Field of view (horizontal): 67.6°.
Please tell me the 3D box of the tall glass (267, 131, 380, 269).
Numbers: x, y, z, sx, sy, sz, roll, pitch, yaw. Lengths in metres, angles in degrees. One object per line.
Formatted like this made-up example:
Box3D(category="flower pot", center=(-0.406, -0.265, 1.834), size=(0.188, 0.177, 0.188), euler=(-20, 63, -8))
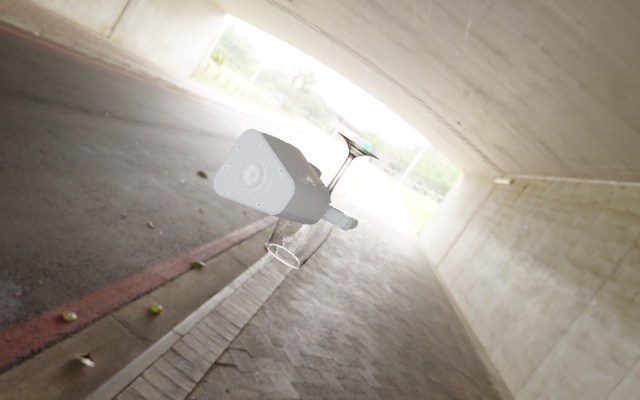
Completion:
Box3D(category="tall glass", center=(0.001, 0.002, 0.702), size=(0.079, 0.201, 0.079), euler=(33, 7, -5))
